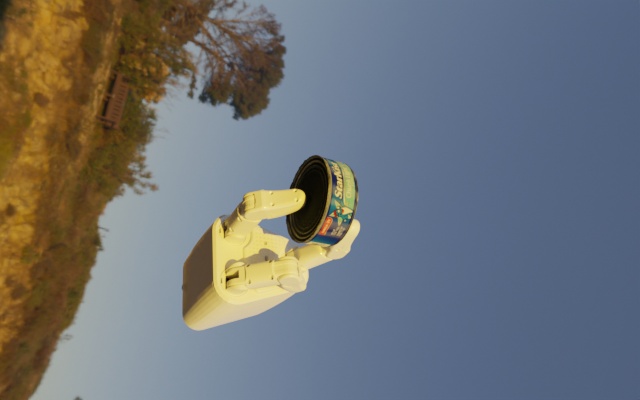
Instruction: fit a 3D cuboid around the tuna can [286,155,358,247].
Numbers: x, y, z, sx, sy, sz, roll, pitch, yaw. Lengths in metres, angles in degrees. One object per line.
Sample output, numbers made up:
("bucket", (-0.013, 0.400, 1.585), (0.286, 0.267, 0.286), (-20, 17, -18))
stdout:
("tuna can", (0.001, 0.002, 0.462), (0.034, 0.086, 0.086), (13, -6, -28))
